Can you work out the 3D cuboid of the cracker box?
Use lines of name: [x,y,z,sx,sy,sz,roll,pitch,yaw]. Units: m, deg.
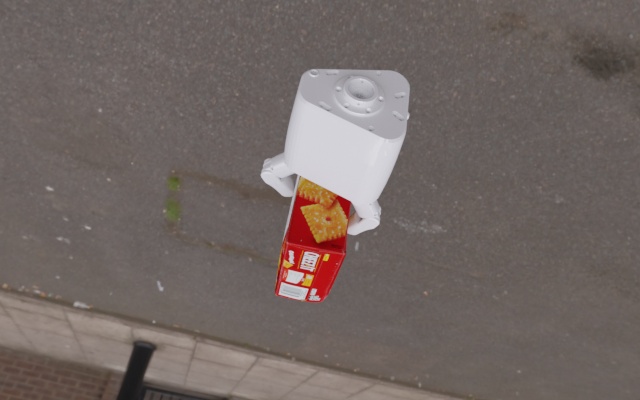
cracker box: [0.000,0.002,0.609,0.072,0.213,0.164,12,-32,-2]
